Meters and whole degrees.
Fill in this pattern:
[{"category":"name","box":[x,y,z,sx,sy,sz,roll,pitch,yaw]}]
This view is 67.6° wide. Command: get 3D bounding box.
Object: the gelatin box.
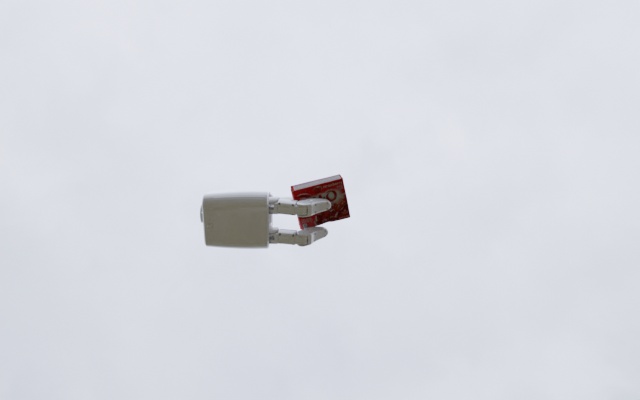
[{"category":"gelatin box","box":[0.000,0.002,0.805,0.089,0.073,0.030,-14,22,-4]}]
